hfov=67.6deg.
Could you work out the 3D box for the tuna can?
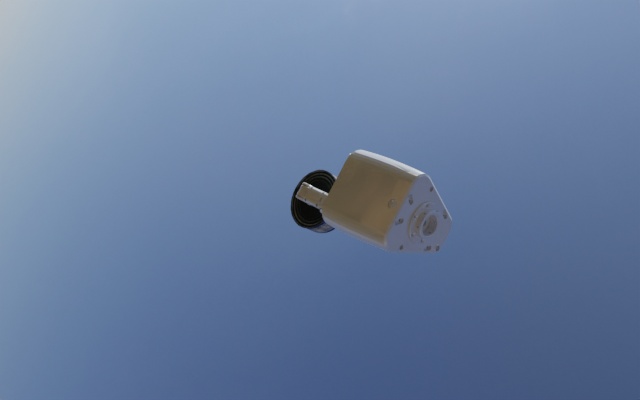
[{"bbox_3d":[0.000,0.002,0.674,0.086,0.086,0.034,0,-18,42],"label":"tuna can"}]
